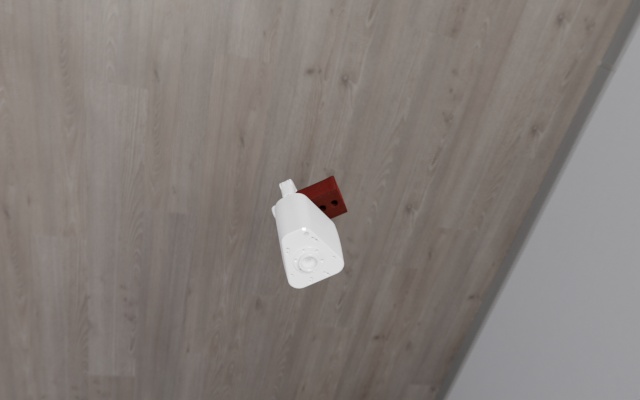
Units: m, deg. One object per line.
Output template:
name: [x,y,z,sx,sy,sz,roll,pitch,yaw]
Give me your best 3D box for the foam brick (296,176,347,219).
foam brick: [0.000,0.002,0.827,0.078,0.053,0.051,-24,29,4]
